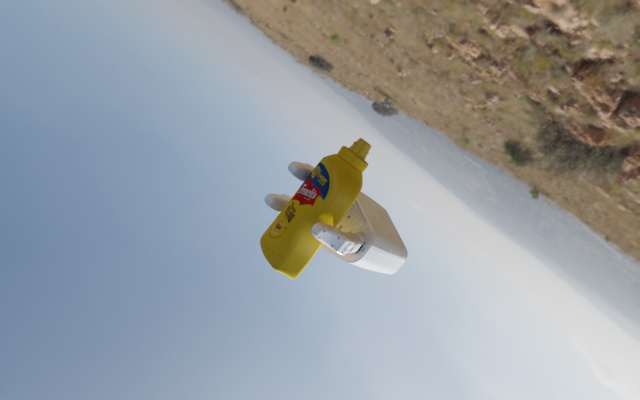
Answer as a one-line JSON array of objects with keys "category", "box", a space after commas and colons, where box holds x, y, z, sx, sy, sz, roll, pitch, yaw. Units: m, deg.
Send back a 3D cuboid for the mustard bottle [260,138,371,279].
[{"category": "mustard bottle", "box": [0.000, 0.002, 0.610, 0.058, 0.191, 0.096, 33, 11, -24]}]
